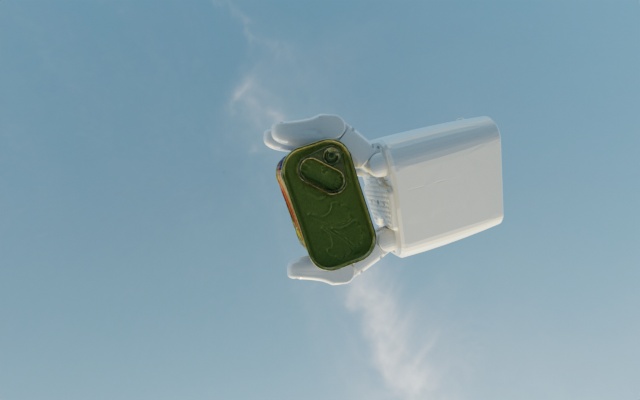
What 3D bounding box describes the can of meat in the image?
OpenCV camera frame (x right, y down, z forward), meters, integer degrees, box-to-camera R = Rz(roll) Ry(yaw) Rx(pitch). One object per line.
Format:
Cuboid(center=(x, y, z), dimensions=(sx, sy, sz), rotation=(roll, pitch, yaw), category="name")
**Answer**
Cuboid(center=(0.000, 0.001, 0.415), dimensions=(0.057, 0.102, 0.084), rotation=(-20, 7, -9), category="can of meat")
